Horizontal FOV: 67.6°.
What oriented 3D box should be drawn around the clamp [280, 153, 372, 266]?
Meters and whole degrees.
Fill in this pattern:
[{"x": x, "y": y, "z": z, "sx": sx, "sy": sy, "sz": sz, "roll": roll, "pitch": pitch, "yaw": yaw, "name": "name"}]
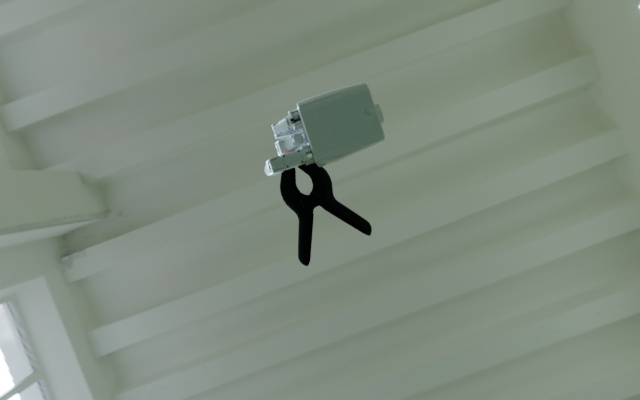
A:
[{"x": 0.000, "y": 0.002, "z": 0.714, "sx": 0.120, "sy": 0.171, "sz": 0.039, "roll": -19, "pitch": 3, "yaw": 7, "name": "clamp"}]
